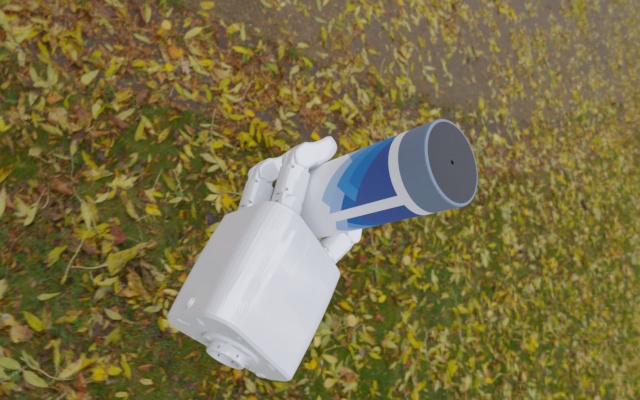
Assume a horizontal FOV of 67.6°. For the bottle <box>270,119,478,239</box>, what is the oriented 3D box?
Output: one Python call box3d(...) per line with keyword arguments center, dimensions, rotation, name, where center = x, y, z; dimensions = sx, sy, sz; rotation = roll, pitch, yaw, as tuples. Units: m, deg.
box3d(center=(0.000, 0.001, 0.455), dimensions=(0.069, 0.069, 0.296), rotation=(0, -12, -42), name="bottle")
